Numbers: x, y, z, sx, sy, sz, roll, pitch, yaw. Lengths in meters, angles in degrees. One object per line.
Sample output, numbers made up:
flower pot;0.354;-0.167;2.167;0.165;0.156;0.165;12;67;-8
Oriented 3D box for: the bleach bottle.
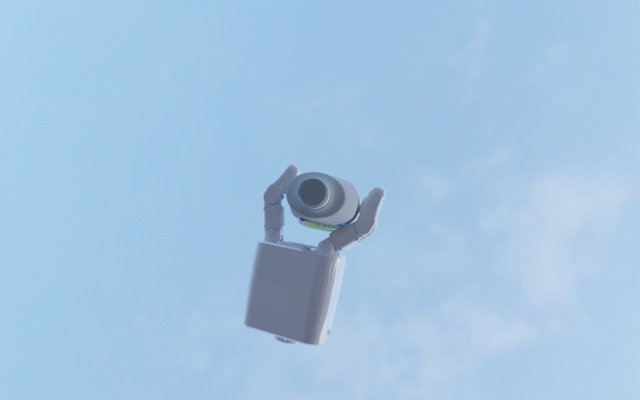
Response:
bleach bottle;0.000;0.002;0.595;0.102;0.068;0.251;10;-4;8
